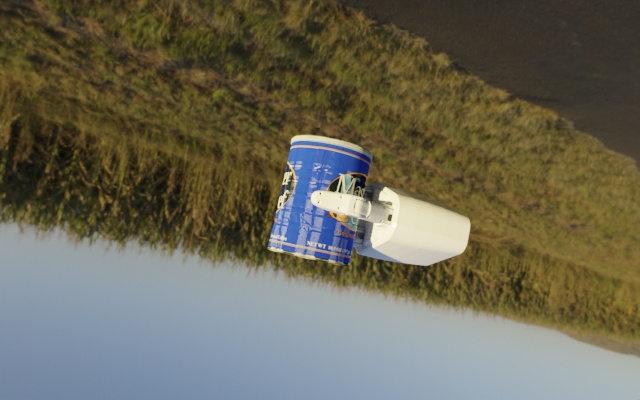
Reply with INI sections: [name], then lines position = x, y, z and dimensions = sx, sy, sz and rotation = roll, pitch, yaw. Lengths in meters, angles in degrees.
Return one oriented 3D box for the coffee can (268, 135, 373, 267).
[coffee can]
position = 0.000, 0.002, 0.587
dimensions = 0.103, 0.140, 0.103
rotation = 12, -6, 1
